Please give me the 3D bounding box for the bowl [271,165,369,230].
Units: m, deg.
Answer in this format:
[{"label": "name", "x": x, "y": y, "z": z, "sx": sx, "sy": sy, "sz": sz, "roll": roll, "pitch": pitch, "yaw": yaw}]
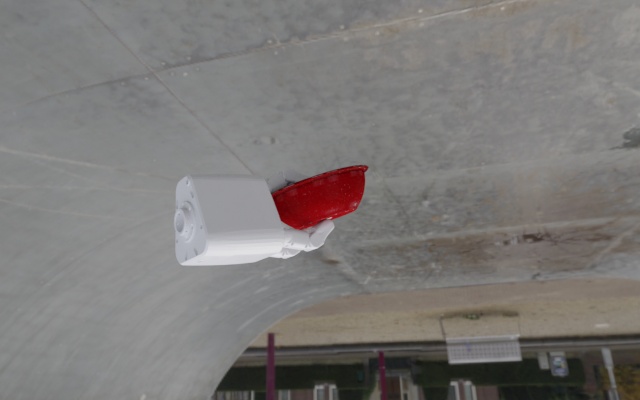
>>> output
[{"label": "bowl", "x": 0.001, "y": 0.002, "z": 0.686, "sx": 0.162, "sy": 0.055, "sz": 0.162, "roll": -19, "pitch": -6, "yaw": -2}]
